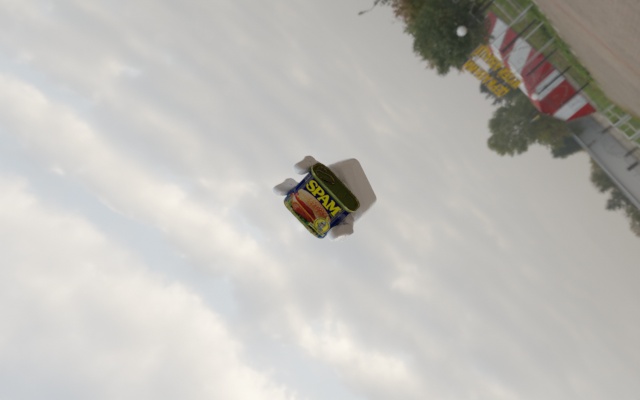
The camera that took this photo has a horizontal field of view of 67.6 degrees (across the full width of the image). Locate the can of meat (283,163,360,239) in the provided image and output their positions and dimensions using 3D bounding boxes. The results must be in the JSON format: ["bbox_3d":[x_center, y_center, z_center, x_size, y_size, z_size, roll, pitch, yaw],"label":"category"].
[{"bbox_3d":[0.000,0.003,0.801,0.084,0.102,0.057,-44,-3,27],"label":"can of meat"}]
